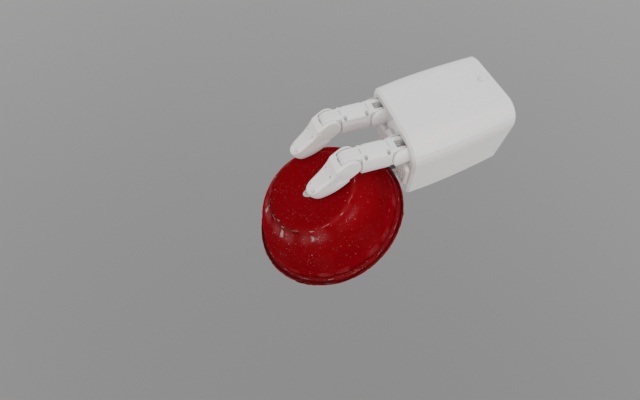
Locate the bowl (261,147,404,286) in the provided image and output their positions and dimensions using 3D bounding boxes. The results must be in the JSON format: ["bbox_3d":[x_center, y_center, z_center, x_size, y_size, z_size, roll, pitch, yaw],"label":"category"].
[{"bbox_3d":[-0.001,0.002,0.488,0.162,0.162,0.055,0,-27,24],"label":"bowl"}]
